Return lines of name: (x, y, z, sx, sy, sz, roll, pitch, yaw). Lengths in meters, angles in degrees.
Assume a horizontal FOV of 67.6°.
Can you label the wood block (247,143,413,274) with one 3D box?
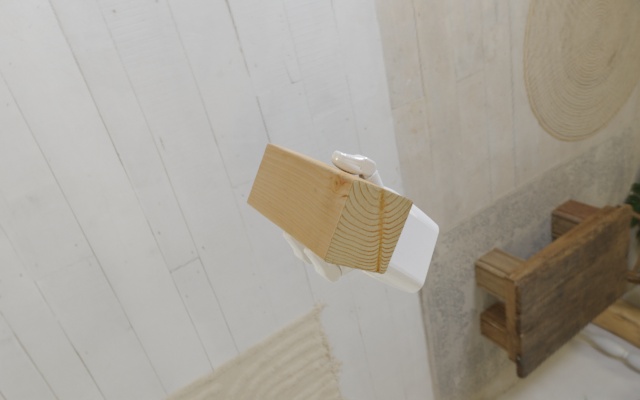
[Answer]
wood block: (0.001, 0.002, 0.582, 0.090, 0.091, 0.206, 17, 6, -35)
